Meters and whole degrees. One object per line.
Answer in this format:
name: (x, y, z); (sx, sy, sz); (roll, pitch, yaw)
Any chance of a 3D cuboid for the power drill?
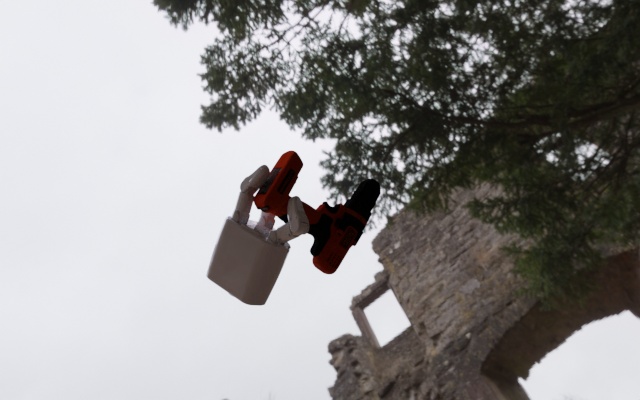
power drill: (0.000, 0.003, 0.781); (0.188, 0.184, 0.057); (38, -17, -22)
